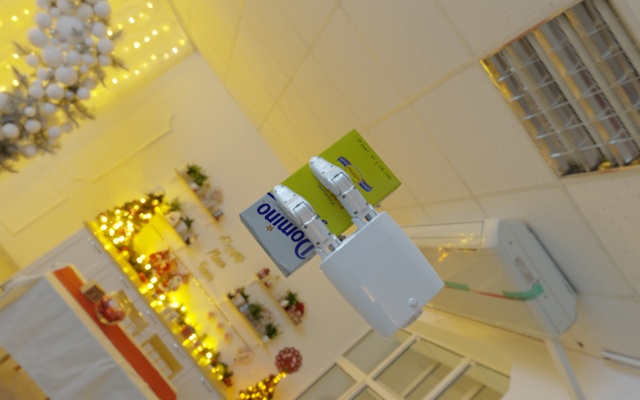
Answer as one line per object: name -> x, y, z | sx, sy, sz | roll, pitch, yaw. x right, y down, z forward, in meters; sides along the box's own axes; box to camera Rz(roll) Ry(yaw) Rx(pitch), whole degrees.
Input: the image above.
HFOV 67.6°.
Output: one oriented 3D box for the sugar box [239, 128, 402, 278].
sugar box -> 0.000, 0.002, 0.574 | 0.176, 0.093, 0.048 | -38, -7, -15
